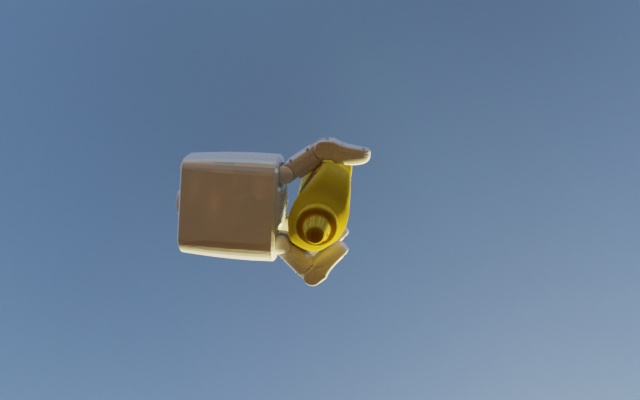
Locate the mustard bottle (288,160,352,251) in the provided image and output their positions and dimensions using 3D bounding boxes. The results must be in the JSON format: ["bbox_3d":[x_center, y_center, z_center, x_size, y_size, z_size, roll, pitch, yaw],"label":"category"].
[{"bbox_3d":[0.000,0.002,0.523,0.058,0.096,0.191,26,18,-5],"label":"mustard bottle"}]
